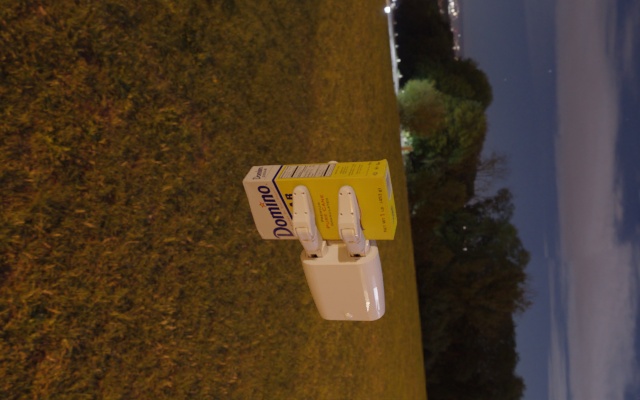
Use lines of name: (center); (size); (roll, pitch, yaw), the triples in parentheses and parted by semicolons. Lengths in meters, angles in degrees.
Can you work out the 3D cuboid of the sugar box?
sugar box: (0.000, 0.002, 0.589); (0.176, 0.093, 0.048); (-3, 32, 16)
